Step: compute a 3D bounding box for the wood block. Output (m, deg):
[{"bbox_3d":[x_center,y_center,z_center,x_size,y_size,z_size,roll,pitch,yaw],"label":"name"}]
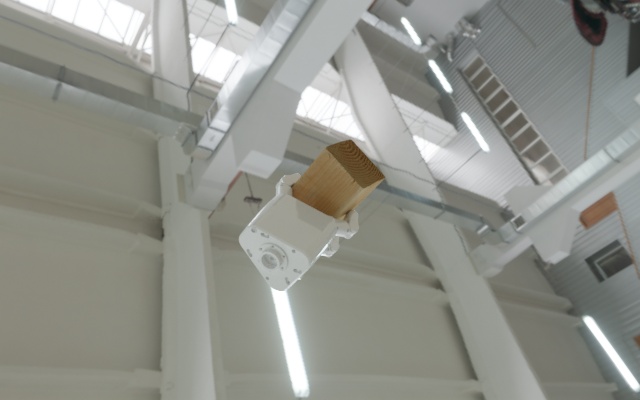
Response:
[{"bbox_3d":[0.000,0.003,0.817,0.206,0.091,0.090,-47,-12,33],"label":"wood block"}]
